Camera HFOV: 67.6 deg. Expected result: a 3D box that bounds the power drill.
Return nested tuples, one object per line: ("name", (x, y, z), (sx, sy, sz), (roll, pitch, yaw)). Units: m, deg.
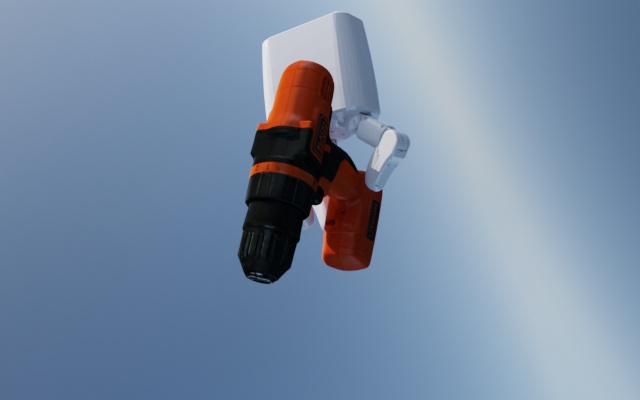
("power drill", (0.000, 0.001, 0.425), (0.057, 0.184, 0.188), (4, -22, 24))
